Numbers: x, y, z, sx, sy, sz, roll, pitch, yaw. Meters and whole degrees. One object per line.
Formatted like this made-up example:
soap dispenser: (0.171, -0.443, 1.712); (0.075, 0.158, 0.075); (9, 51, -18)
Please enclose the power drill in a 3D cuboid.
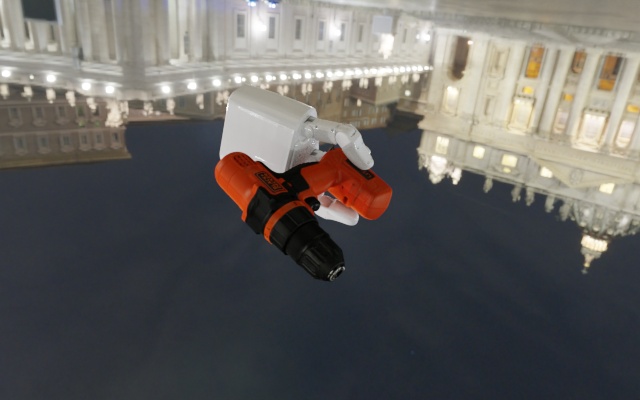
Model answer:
power drill: (0.000, 0.002, 0.543); (0.184, 0.057, 0.187); (44, 34, 24)
